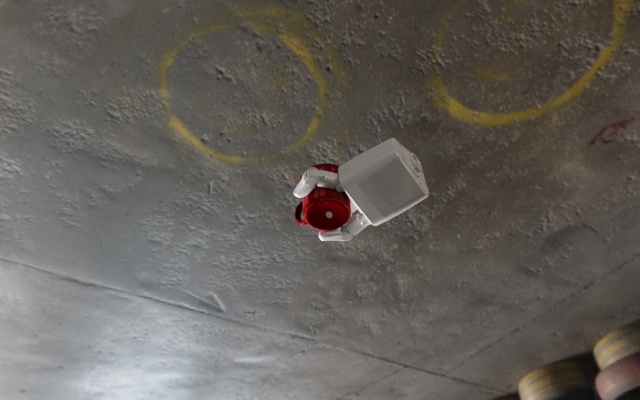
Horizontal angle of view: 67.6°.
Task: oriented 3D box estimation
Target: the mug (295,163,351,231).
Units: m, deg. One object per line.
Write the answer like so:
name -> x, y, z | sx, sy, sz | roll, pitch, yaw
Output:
mug -> -0.001, 0.004, 0.829 | 0.117, 0.081, 0.093 | -31, -52, 24
